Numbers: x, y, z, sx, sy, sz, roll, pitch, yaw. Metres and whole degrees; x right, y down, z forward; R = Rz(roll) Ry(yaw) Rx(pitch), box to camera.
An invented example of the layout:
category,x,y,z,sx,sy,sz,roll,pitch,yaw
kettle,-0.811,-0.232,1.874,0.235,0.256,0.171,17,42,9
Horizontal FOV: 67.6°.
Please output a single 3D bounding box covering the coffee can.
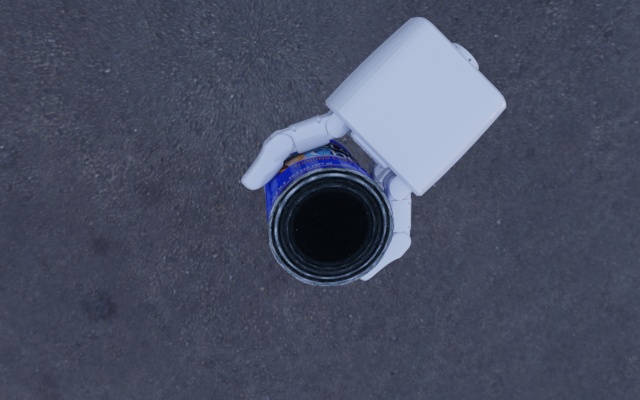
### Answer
category,x,y,z,sx,sy,sz,roll,pitch,yaw
coffee can,0.000,0.001,0.445,0.103,0.103,0.140,0,18,-8
